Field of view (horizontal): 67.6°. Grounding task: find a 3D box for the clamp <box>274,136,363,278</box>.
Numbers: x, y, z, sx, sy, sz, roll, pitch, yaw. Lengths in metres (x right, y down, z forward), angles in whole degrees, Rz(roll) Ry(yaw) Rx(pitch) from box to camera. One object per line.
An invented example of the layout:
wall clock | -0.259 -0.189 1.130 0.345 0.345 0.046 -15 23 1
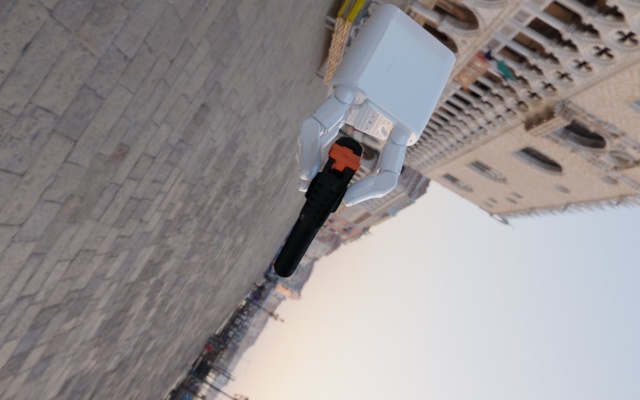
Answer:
clamp | 0.001 0.002 0.483 0.036 0.164 0.210 28 -12 -1
